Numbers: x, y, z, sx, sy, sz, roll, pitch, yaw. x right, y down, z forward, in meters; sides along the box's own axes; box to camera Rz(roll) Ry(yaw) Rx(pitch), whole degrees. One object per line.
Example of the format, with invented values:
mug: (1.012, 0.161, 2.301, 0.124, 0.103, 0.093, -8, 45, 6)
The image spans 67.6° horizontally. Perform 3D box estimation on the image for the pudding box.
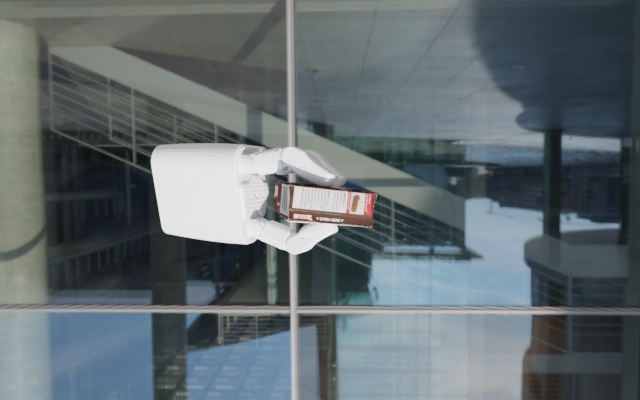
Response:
pudding box: (0.000, 0.002, 0.515, 0.090, 0.039, 0.113, 5, 5, -12)
